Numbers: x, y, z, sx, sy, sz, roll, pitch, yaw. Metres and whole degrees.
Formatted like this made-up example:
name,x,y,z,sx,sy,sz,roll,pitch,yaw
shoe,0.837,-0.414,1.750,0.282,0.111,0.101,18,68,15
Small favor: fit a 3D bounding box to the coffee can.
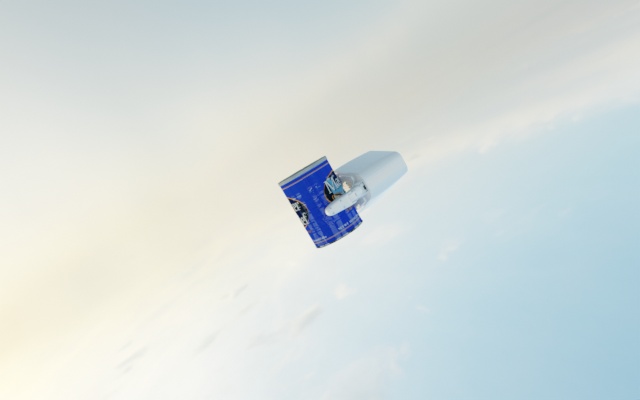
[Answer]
name,x,y,z,sx,sy,sz,roll,pitch,yaw
coffee can,0.000,0.003,0.883,0.103,0.140,0.103,-30,6,3
